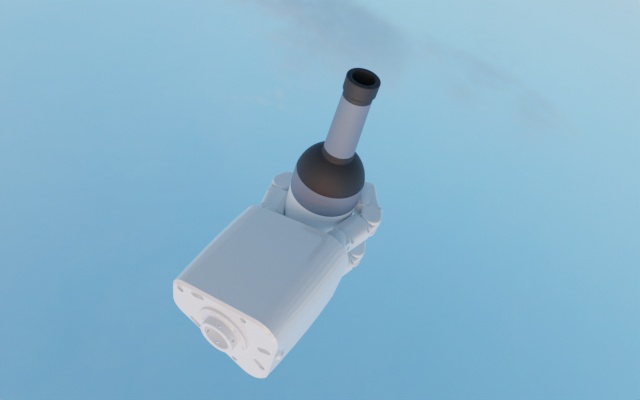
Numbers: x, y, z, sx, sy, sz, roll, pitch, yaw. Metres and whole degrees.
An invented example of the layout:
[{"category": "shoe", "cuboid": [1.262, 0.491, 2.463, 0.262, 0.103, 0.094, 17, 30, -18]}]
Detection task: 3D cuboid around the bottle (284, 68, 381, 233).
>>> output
[{"category": "bottle", "cuboid": [0.000, 0.002, 0.470, 0.069, 0.069, 0.296, 0, -40, -17]}]
